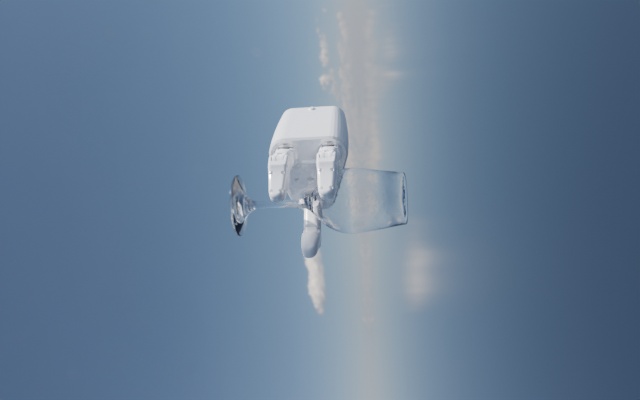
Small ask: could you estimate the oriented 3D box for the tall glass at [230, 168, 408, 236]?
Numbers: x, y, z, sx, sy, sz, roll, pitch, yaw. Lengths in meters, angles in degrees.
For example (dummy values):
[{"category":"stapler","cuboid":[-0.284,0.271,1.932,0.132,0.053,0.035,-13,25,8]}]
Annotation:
[{"category":"tall glass","cuboid":[-0.001,0.002,0.568,0.201,0.079,0.079,-2,0,5]}]
